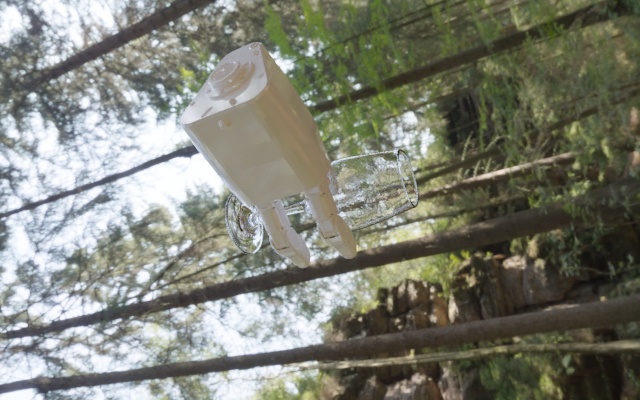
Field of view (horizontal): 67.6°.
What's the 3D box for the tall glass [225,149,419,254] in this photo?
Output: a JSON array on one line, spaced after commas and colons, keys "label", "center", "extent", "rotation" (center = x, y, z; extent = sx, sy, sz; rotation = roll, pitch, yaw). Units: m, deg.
[{"label": "tall glass", "center": [0.000, 0.002, 0.518], "extent": [0.201, 0.079, 0.079], "rotation": [-15, -6, 22]}]
